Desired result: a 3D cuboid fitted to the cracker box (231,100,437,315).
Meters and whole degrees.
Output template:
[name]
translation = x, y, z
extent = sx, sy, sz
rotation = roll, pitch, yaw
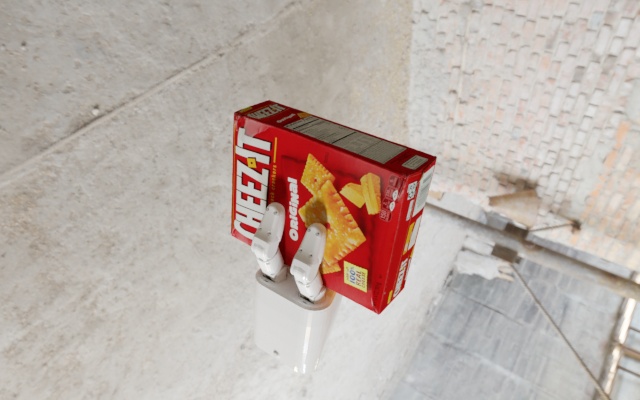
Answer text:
[cracker box]
translation = 0.000, 0.002, 0.521
extent = 0.213, 0.164, 0.072
rotation = 23, 32, 27
